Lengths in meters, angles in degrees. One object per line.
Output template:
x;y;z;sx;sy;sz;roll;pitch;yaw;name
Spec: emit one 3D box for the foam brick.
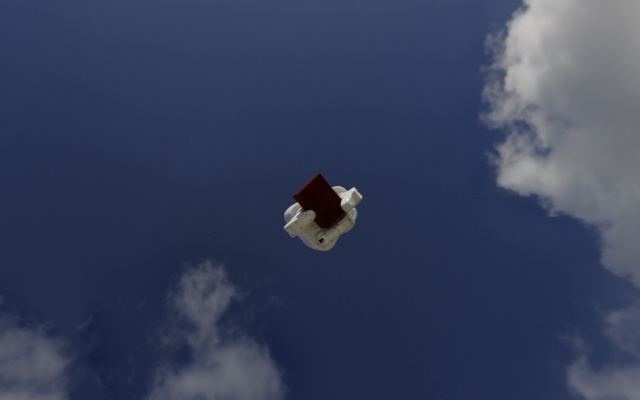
0.000;0.002;0.799;0.053;0.078;0.051;-42;7;-13;foam brick
